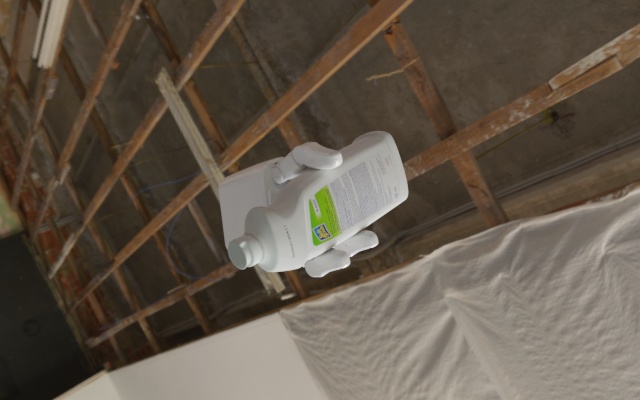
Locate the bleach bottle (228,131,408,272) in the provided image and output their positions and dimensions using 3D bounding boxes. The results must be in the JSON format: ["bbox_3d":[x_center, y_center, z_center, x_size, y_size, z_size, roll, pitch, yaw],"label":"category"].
[{"bbox_3d":[0.000,0.002,0.535,0.068,0.102,0.250,-10,13,46],"label":"bleach bottle"}]
